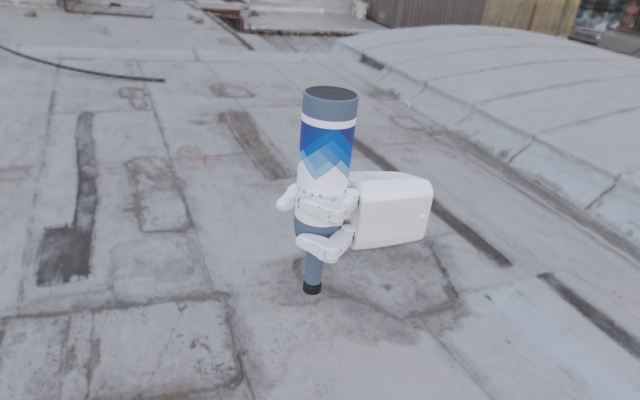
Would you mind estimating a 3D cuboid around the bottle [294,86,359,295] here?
[{"bbox_3d":[0.000,0.002,0.634,0.069,0.296,0.069,4,28,-2],"label":"bottle"}]
